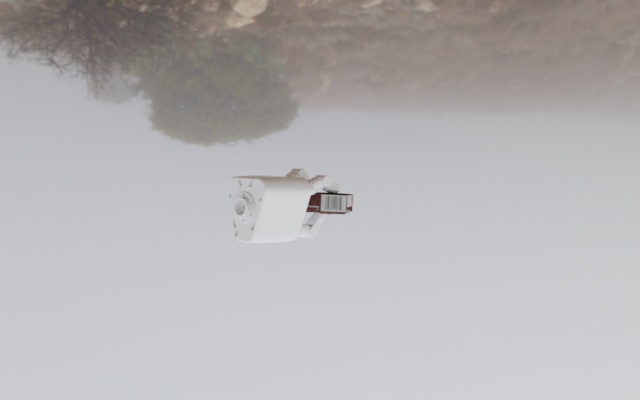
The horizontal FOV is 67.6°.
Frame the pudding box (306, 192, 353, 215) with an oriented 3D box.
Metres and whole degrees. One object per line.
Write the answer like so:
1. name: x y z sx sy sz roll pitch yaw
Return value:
1. pudding box: 0.000 0.003 0.894 0.113 0.039 0.090 5 4 11
